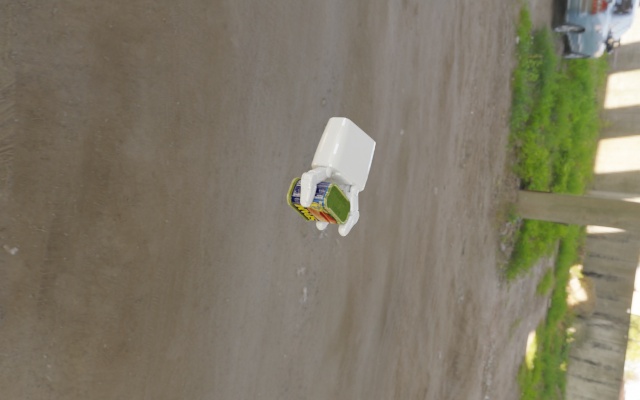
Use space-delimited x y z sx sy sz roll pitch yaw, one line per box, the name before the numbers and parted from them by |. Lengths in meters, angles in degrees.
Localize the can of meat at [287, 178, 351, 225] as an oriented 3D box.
can of meat | 0.000 0.003 0.895 0.084 0.057 0.102 7 -24 31
